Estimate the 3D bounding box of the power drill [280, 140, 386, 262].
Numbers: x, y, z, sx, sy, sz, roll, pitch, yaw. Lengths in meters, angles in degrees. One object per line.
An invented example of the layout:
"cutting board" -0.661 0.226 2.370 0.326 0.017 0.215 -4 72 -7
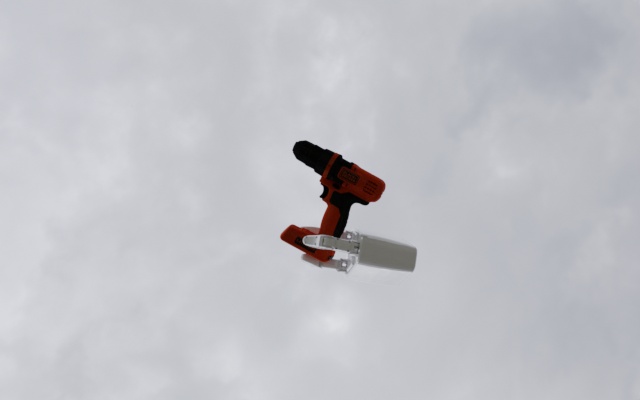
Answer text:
"power drill" 0.000 0.003 0.873 0.184 0.188 0.057 29 9 7
